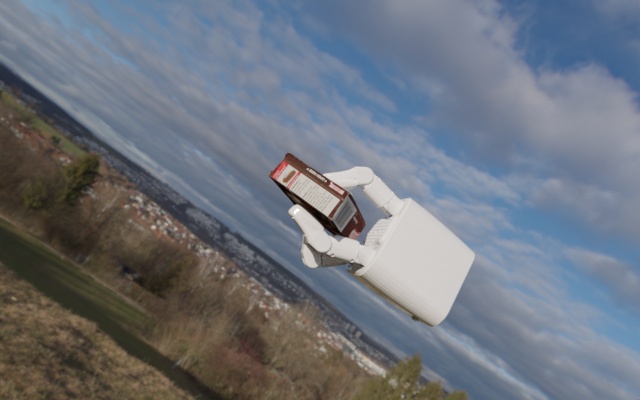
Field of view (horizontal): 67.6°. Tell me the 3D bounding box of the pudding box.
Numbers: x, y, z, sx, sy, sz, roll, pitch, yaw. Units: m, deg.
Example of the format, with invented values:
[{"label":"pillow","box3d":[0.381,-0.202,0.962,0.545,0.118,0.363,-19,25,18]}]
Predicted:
[{"label":"pudding box","box3d":[0.000,0.002,0.543,0.090,0.039,0.113,34,-10,23]}]
